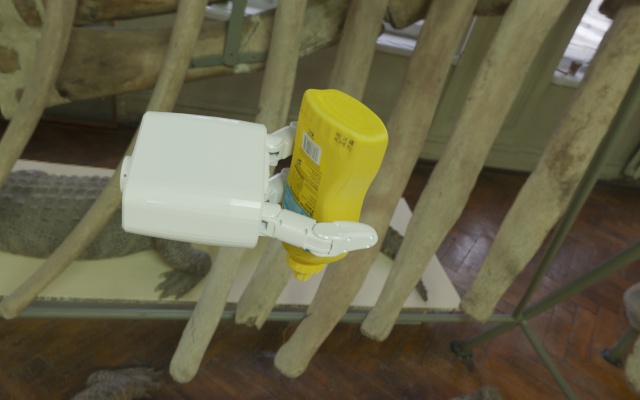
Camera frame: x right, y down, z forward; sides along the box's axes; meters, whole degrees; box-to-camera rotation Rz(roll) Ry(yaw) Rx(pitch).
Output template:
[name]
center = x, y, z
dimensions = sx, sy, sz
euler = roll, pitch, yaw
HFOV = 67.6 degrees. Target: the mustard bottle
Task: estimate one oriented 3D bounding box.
[mustard bottle]
center = 0.000, 0.001, 0.448
dimensions = 0.058, 0.192, 0.096
euler = -8, 39, -32
